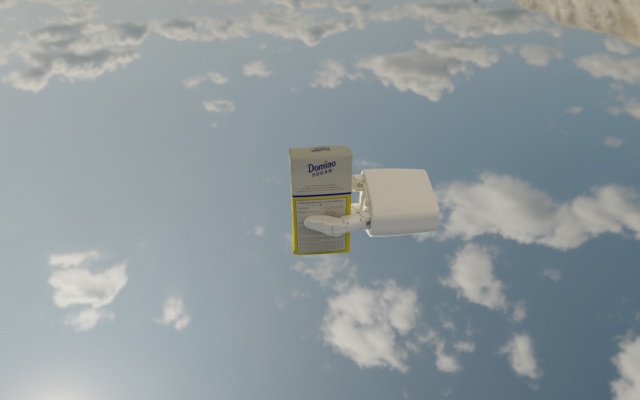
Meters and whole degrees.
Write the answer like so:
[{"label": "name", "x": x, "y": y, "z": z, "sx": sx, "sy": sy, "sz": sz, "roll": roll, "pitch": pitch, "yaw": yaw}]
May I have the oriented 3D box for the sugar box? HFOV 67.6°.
[{"label": "sugar box", "x": 0.000, "y": 0.002, "z": 0.742, "sx": 0.093, "sy": 0.176, "sz": 0.048, "roll": -3, "pitch": 29, "yaw": -5}]
